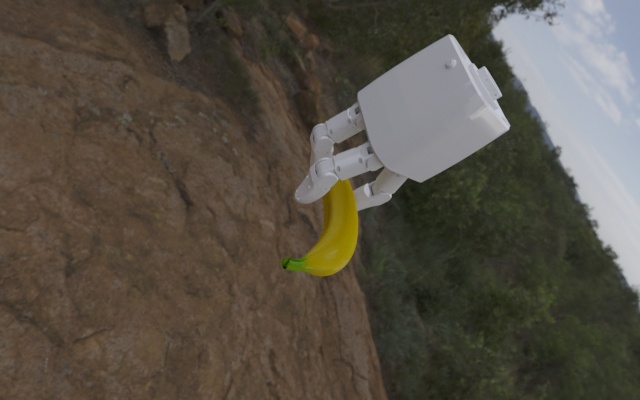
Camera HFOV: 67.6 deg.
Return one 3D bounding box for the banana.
[{"bbox_3d":[0.012,0.016,0.513,0.037,0.070,0.197,-33,24,29],"label":"banana"}]
